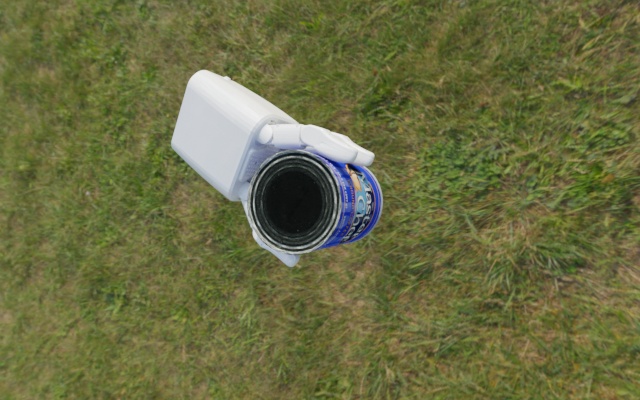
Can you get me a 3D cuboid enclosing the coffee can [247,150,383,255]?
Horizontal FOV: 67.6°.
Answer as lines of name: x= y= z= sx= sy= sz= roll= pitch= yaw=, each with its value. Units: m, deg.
coffee can: x=0.000 y=0.002 z=0.524 sx=0.103 sy=0.103 sz=0.140 roll=0 pitch=0 yaw=23
